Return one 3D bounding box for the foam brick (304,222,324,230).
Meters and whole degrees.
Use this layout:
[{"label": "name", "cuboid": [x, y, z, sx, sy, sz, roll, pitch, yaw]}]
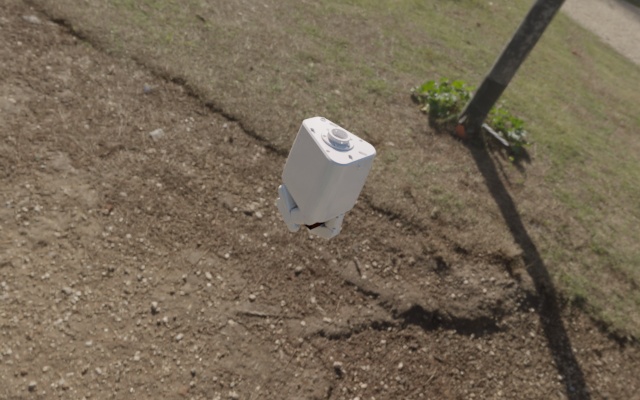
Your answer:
[{"label": "foam brick", "cuboid": [0.000, 0.002, 0.762, 0.053, 0.051, 0.078, 42, 41, 24]}]
